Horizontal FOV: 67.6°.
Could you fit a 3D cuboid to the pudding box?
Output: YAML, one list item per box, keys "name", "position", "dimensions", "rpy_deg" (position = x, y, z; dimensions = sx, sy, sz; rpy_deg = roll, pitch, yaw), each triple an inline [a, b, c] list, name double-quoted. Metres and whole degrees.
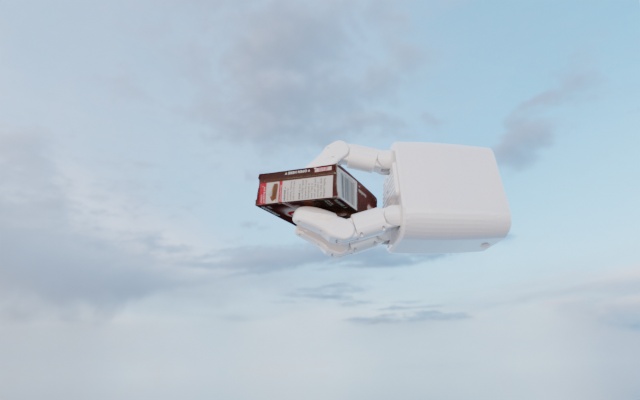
- name: "pudding box"
  position: [0.000, 0.001, 0.498]
  dimensions: [0.090, 0.039, 0.113]
  rpy_deg: [-7, -22, 25]
